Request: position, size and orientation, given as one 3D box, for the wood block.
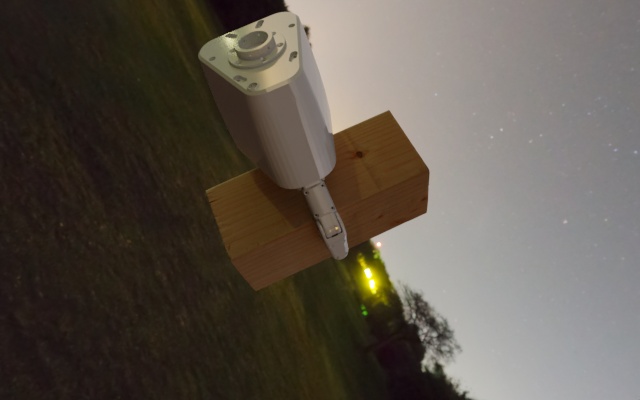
[{"bbox_3d":[0.000,0.002,0.503,0.206,0.090,0.090,-24,-30,-4],"label":"wood block"}]
